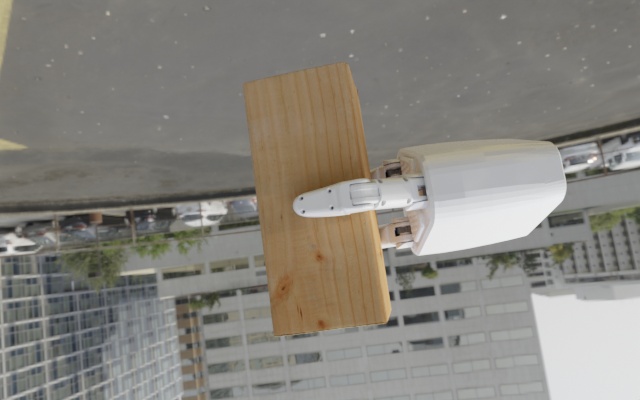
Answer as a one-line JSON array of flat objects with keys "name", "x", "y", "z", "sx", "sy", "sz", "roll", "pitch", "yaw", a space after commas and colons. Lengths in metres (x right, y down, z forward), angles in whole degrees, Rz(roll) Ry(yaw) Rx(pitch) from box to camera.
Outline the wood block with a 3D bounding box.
[{"name": "wood block", "x": 0.000, "y": 0.001, "z": 0.414, "sx": 0.090, "sy": 0.206, "sz": 0.091, "roll": -9, "pitch": -8, "yaw": 9}]
